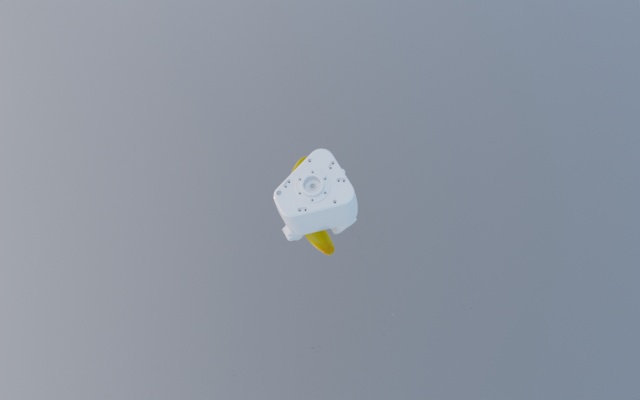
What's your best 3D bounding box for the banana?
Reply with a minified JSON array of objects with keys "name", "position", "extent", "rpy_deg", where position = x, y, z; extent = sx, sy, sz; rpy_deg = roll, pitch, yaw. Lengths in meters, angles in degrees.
[{"name":"banana","position":[-0.019,0.001,0.839],"extent":[0.069,0.197,0.037],"rpy_deg":[-6,-18,0]}]
